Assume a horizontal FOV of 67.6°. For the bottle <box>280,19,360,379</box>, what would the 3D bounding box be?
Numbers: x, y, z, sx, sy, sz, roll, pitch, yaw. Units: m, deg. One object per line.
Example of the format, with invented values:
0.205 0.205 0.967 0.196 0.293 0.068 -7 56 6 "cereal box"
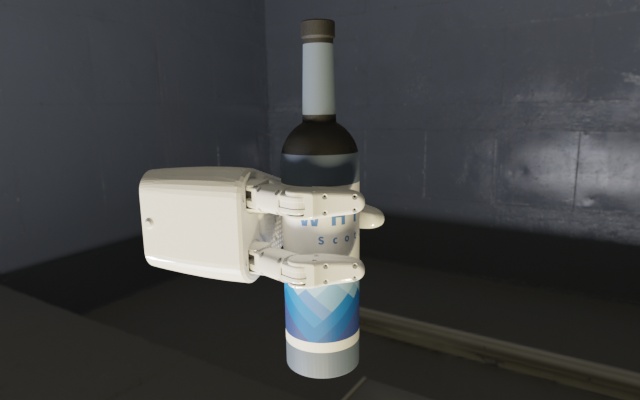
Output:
0.000 0.002 0.410 0.069 0.296 0.069 -1 11 0 "bottle"
